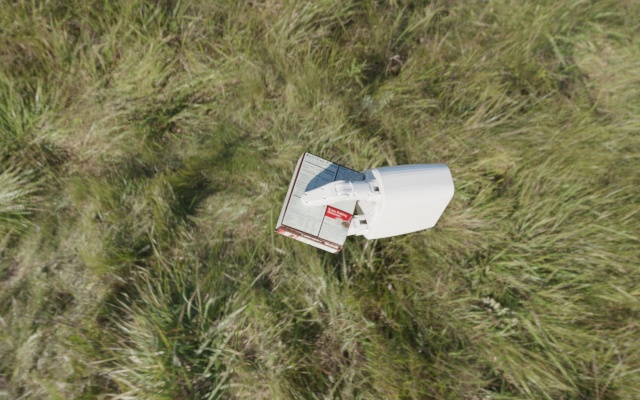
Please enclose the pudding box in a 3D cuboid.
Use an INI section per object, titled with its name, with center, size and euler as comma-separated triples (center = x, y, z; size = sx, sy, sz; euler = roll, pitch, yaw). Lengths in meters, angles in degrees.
[pudding box]
center = 0.000, 0.002, 0.631
size = 0.090, 0.113, 0.039
euler = 20, -22, -8
